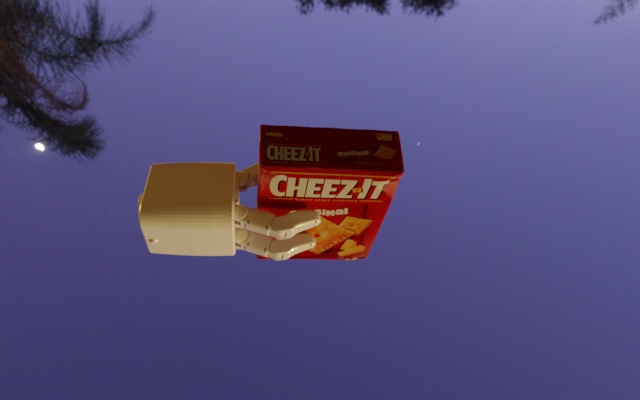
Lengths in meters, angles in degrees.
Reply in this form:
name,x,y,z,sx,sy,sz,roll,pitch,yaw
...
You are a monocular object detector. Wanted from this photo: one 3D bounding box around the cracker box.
name,x,y,z,sx,sy,sz,roll,pitch,yaw
cracker box,0.000,0.002,0.619,0.164,0.072,0.214,1,-34,-8
